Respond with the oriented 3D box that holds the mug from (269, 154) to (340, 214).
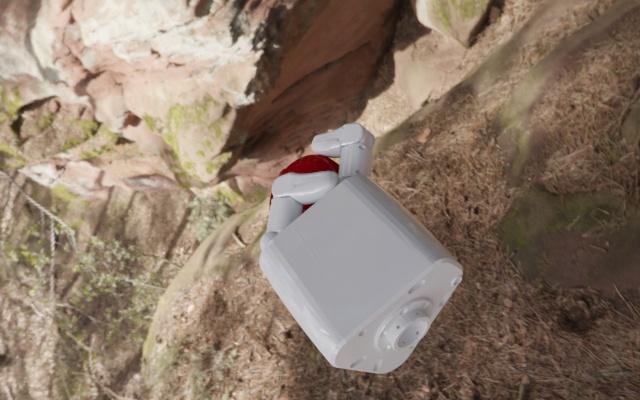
[{"bbox_3d":[-0.001,0.001,0.460,0.081,0.093,0.117,29,11,-47],"label":"mug"}]
